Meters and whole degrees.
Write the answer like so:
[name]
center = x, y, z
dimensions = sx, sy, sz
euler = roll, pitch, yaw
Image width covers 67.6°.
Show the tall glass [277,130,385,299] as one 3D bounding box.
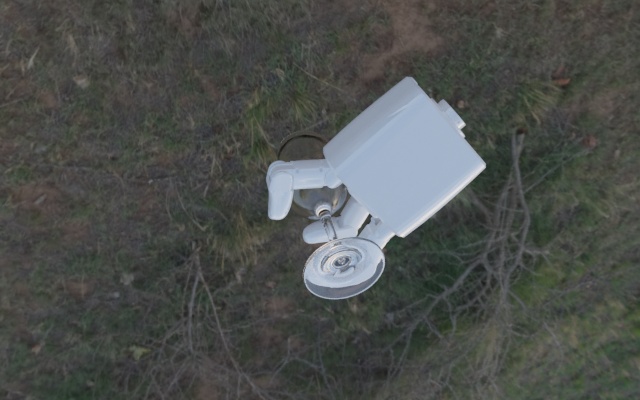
[tall glass]
center = 0.000, 0.002, 0.493
dimensions = 0.079, 0.079, 0.201
euler = 0, 36, -16
